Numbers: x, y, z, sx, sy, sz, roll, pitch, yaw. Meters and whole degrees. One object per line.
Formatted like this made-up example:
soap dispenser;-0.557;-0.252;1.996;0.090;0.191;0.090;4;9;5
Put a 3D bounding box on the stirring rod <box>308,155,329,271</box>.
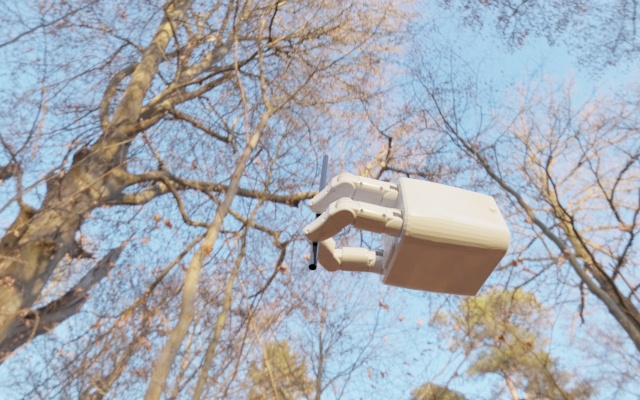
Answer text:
stirring rod;0.000;0.002;0.553;0.011;0.011;0.239;0;31;4
